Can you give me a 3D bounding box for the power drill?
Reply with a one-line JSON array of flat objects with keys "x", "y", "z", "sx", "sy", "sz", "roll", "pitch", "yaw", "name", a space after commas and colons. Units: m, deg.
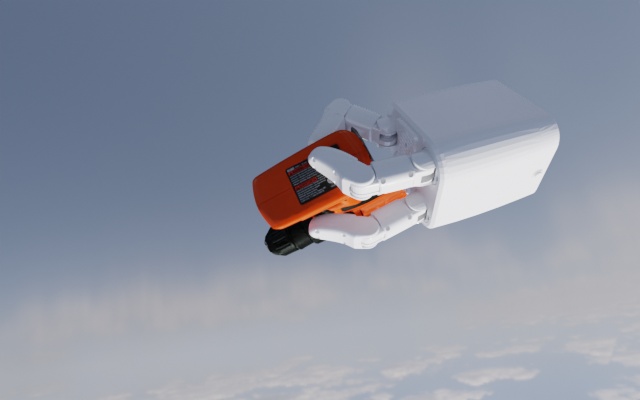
[{"x": 0.000, "y": 0.001, "z": 0.489, "sx": 0.184, "sy": 0.057, "sz": 0.188, "roll": -30, "pitch": -13, "yaw": 8, "name": "power drill"}]
